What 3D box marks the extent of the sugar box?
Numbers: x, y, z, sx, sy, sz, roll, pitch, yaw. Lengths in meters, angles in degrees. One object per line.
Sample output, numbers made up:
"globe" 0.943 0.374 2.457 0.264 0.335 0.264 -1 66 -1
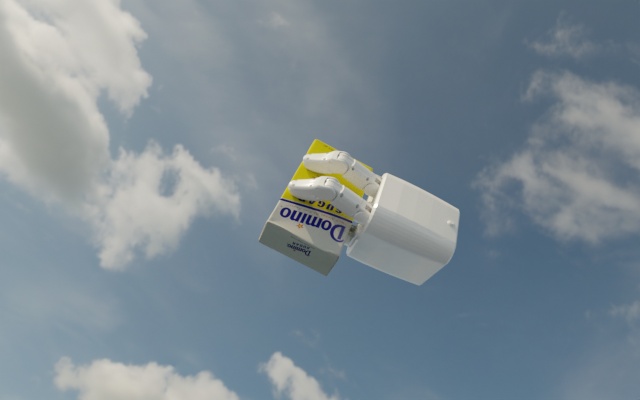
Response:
"sugar box" 0.000 0.002 0.603 0.093 0.048 0.176 27 41 -2
